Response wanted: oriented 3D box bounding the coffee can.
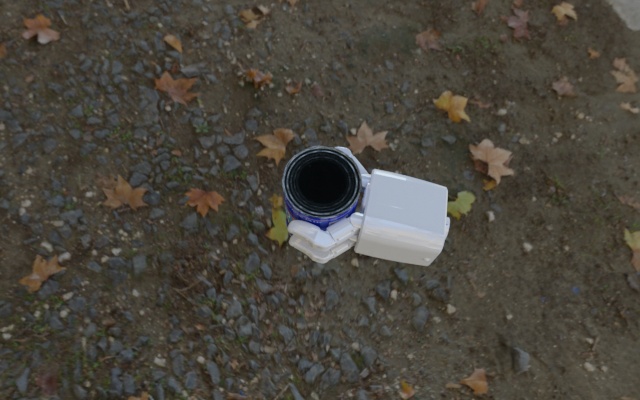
[{"bbox_3d":[0.000,0.002,0.669,0.103,0.102,0.140,0,-23,-2],"label":"coffee can"}]
